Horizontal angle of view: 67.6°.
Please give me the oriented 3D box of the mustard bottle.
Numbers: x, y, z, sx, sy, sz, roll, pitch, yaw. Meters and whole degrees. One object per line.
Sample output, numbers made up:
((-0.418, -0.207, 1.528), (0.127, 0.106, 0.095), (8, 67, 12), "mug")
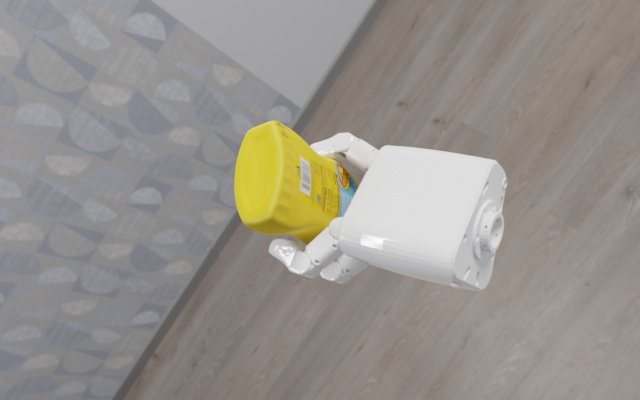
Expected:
((0.000, 0.001, 0.477), (0.058, 0.096, 0.192), (-16, -26, 31), "mustard bottle")
